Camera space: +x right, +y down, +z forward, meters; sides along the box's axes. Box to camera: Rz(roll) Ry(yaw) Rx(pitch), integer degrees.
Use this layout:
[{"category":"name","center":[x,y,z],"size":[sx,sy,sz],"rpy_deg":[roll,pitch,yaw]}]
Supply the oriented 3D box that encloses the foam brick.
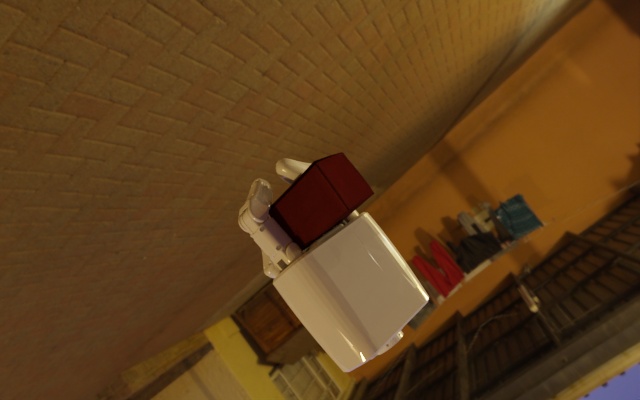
[{"category":"foam brick","center":[0.000,0.001,0.441],"size":[0.078,0.051,0.053],"rpy_deg":[-44,-10,35]}]
